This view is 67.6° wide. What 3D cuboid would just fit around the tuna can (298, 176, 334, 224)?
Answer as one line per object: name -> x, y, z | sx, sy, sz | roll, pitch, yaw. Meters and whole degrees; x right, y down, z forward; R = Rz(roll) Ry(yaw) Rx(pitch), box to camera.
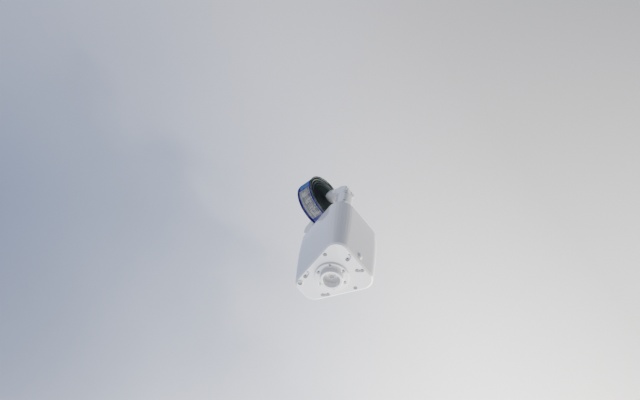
tuna can -> 0.000, 0.003, 0.827 | 0.034, 0.086, 0.086 | -34, -17, 26
